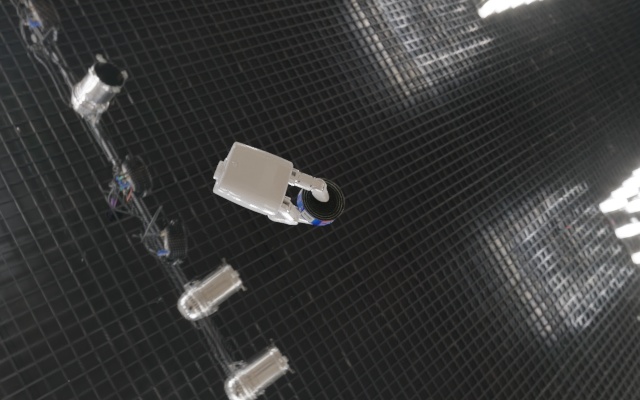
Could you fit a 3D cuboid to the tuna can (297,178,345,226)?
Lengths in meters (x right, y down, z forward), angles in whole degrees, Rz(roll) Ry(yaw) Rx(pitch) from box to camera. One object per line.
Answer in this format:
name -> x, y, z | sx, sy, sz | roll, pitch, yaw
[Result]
tuna can -> 0.000, 0.003, 0.891 | 0.086, 0.086, 0.034 | 0, -20, -22
